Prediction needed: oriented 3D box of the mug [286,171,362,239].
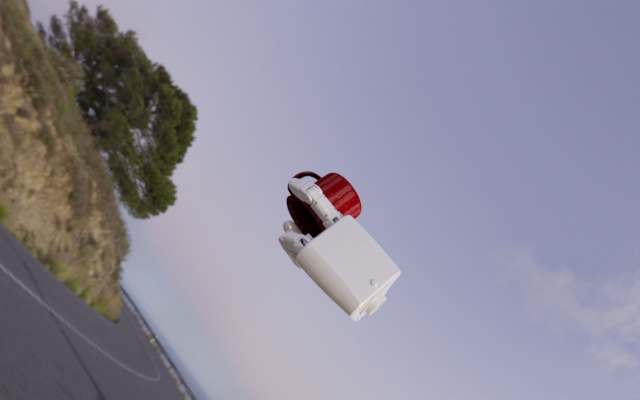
[{"bbox_3d":[-0.001,0.001,0.729,0.081,0.117,0.093,-35,-20,-22],"label":"mug"}]
